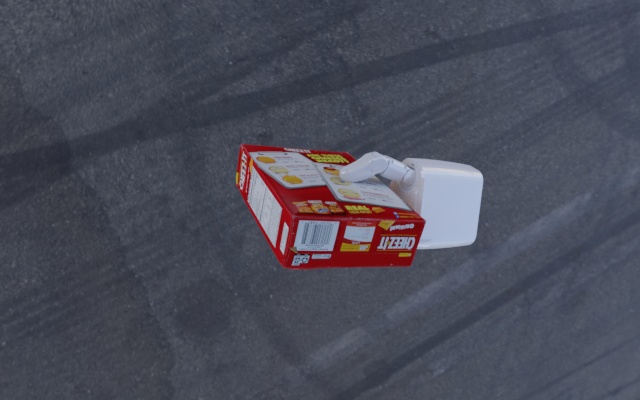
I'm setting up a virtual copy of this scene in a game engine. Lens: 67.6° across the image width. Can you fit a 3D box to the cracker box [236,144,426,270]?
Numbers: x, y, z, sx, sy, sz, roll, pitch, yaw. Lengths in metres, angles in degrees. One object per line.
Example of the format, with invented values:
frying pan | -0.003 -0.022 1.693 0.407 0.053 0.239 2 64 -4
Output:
cracker box | 0.000 0.002 0.593 0.164 0.072 0.213 2 24 -26
